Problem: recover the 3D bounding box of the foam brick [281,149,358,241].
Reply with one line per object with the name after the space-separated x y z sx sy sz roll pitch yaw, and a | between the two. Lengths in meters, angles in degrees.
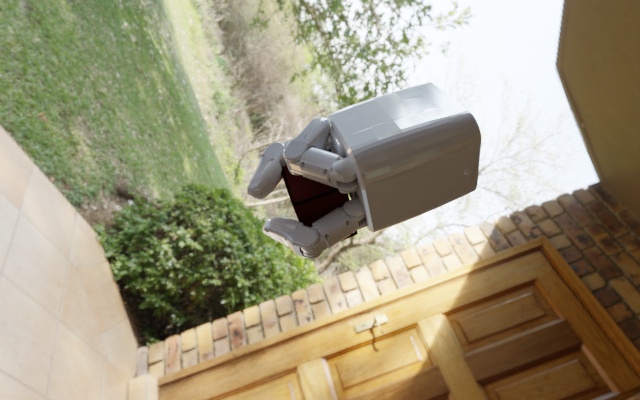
0.000 0.002 0.458 0.051 0.053 0.078 -20 -39 -2 | foam brick
